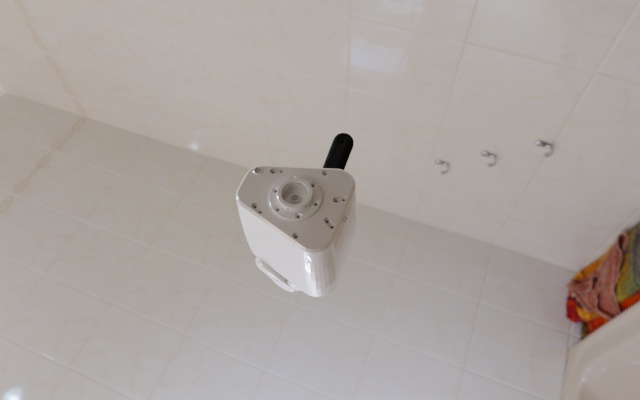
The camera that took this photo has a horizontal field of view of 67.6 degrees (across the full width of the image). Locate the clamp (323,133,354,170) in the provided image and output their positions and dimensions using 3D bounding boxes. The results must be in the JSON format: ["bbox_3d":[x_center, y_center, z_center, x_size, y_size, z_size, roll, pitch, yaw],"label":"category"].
[{"bbox_3d":[-0.001,0.002,0.583,0.039,0.171,0.120,18,-28,12],"label":"clamp"}]
